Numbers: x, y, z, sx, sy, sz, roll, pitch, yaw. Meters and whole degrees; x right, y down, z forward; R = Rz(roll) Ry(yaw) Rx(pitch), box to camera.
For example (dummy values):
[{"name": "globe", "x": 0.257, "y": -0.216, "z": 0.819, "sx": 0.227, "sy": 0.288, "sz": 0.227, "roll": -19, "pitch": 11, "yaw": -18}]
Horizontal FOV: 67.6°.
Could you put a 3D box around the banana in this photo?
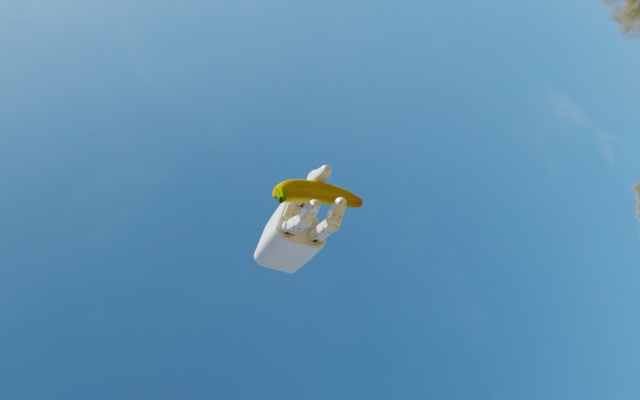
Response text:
[{"name": "banana", "x": -0.013, "y": -0.008, "z": 0.822, "sx": 0.198, "sy": 0.037, "sz": 0.069, "roll": 1, "pitch": 36, "yaw": -44}]
